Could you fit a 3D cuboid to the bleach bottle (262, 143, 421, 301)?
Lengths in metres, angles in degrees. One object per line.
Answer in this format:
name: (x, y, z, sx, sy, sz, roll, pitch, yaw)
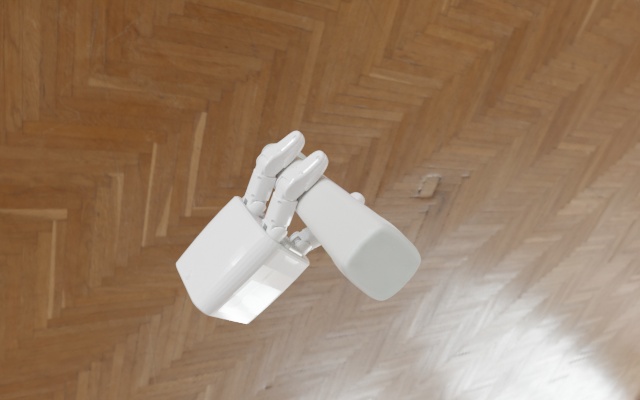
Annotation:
bleach bottle: (0.000, 0.002, 0.544, 0.103, 0.068, 0.250, 43, 1, -43)
